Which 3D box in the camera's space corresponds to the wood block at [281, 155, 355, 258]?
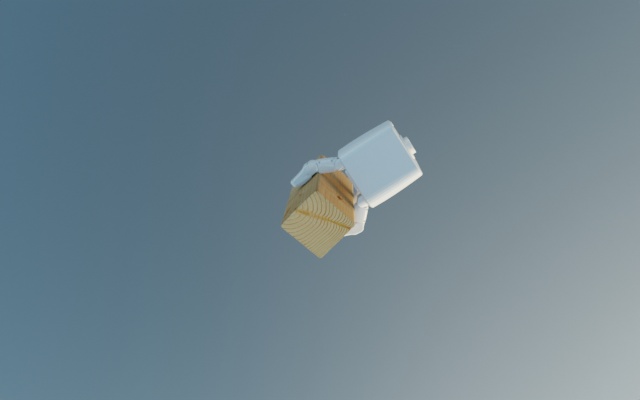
[{"bbox_3d":[0.000,0.002,0.871,0.091,0.090,0.206,41,18,-12],"label":"wood block"}]
